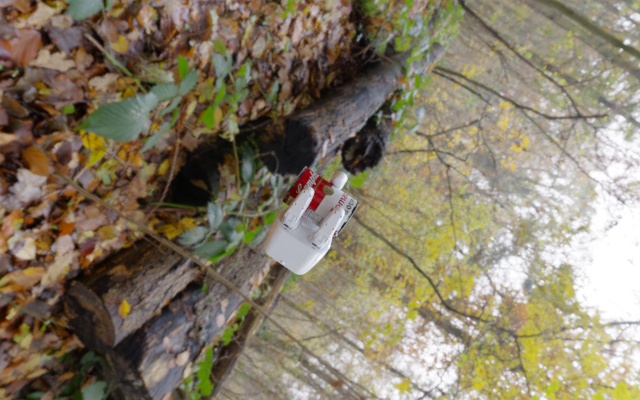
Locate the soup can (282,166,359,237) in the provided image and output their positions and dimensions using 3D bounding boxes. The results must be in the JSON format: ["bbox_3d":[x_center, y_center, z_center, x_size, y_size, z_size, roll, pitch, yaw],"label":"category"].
[{"bbox_3d":[0.001,0.002,0.750,0.102,0.068,0.068,34,0,0],"label":"soup can"}]
